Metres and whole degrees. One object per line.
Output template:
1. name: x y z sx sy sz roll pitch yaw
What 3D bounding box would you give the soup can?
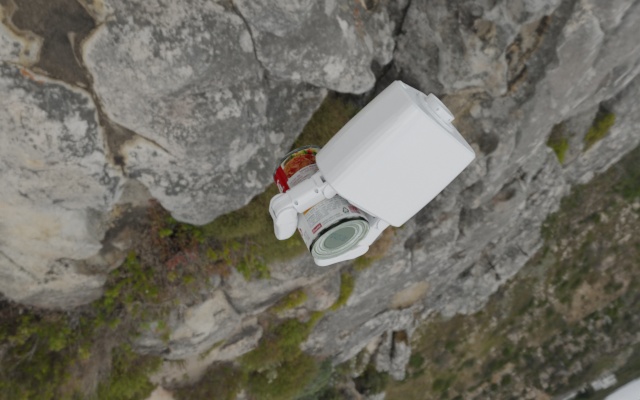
1. soup can: 0.000 0.002 0.499 0.068 0.102 0.069 -20 -32 -13
